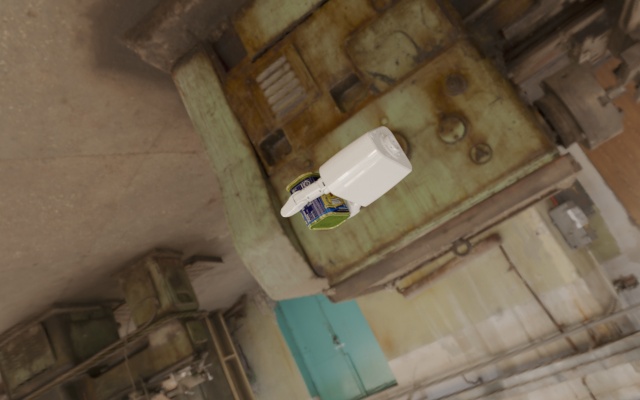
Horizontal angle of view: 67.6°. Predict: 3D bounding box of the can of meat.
[{"bbox_3d":[0.000,0.003,0.835,0.057,0.084,0.102,-36,-19,25],"label":"can of meat"}]
